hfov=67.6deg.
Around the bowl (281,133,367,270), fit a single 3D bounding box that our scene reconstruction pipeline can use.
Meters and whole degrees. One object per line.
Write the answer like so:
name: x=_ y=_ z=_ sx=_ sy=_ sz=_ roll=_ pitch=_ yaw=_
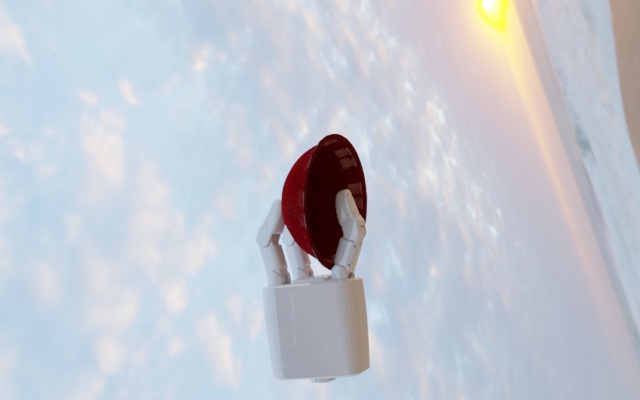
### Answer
bowl: x=0.000 y=0.001 z=0.575 sx=0.055 sy=0.162 sz=0.162 roll=0 pitch=0 yaw=29
